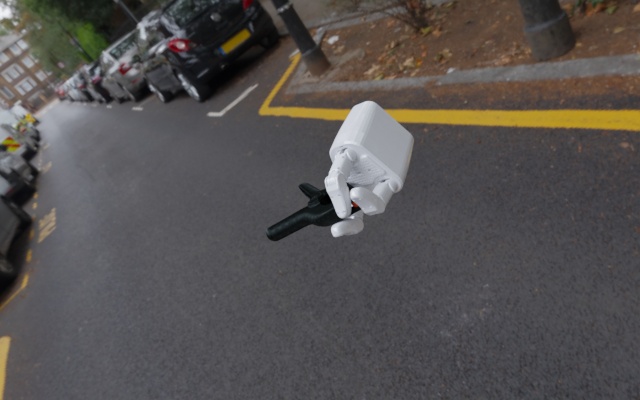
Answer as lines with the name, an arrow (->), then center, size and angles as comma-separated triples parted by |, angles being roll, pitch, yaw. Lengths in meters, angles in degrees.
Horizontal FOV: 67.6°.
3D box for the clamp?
clamp -> 0.000, 0.002, 0.721 | 0.171, 0.120, 0.039 | -14, -50, 37
